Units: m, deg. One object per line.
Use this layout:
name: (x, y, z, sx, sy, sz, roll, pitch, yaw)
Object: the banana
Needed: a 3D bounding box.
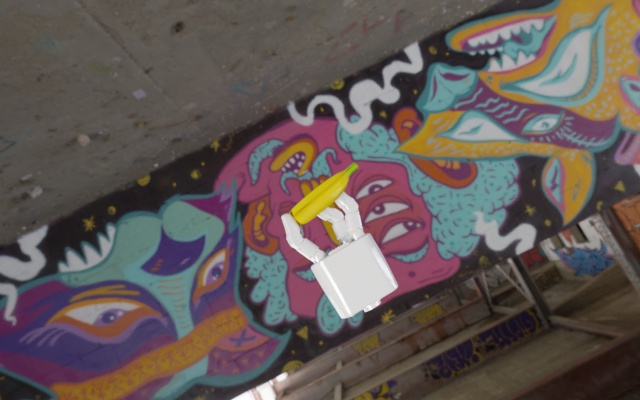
banana: (-0.009, 0.007, 0.818, 0.069, 0.037, 0.198, -27, -8, -48)
